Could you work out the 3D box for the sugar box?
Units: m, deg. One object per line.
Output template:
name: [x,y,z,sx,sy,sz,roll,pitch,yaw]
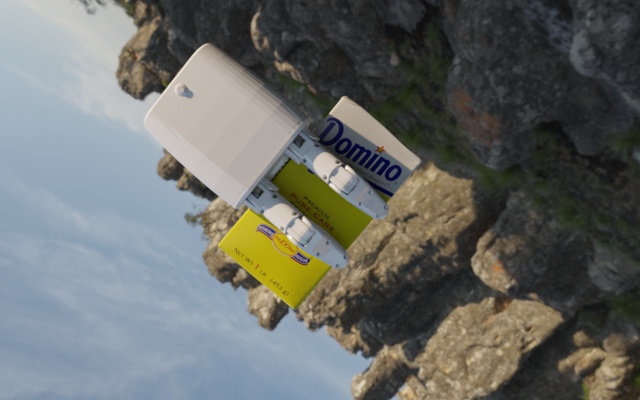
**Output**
sugar box: [0.000,0.001,0.437,0.093,0.176,0.048,39,3,-2]
